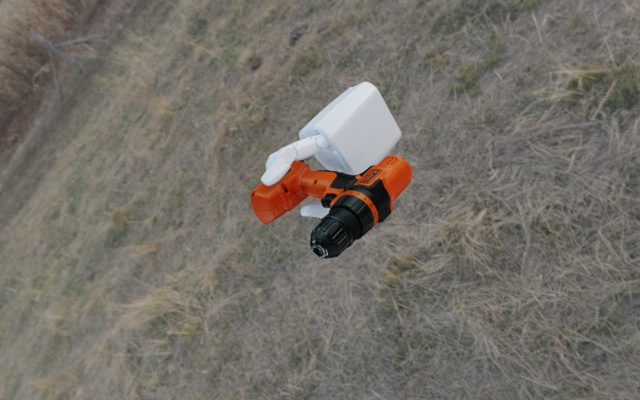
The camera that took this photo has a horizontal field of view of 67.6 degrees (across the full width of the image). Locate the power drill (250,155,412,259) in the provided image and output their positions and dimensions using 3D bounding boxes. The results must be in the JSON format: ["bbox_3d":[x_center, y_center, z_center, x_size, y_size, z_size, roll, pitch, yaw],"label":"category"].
[{"bbox_3d":[0.000,0.002,0.605,0.187,0.057,0.184,7,35,41],"label":"power drill"}]
